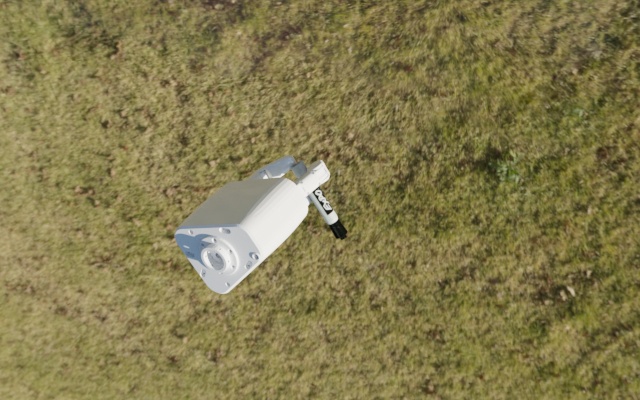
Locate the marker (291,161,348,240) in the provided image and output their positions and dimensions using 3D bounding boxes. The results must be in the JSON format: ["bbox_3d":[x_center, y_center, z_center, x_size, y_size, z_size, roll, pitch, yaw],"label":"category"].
[{"bbox_3d":[0.000,0.002,0.637,0.020,0.121,0.020,-31,13,8],"label":"marker"}]
